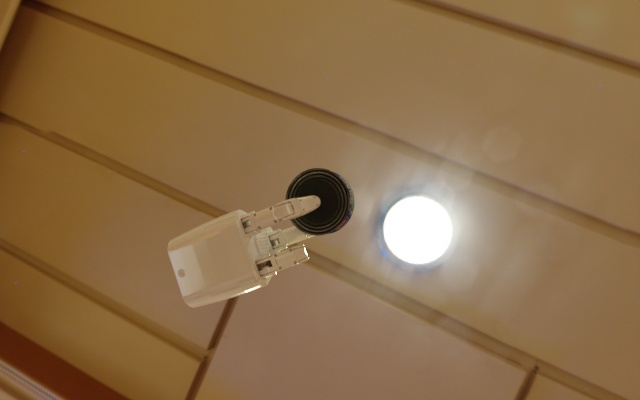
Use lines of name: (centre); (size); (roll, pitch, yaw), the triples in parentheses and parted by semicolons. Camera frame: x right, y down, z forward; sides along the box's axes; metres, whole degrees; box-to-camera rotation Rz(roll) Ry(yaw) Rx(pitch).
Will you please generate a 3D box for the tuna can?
tuna can: (0.000, 0.002, 0.618); (0.086, 0.086, 0.034); (0, -2, 18)
